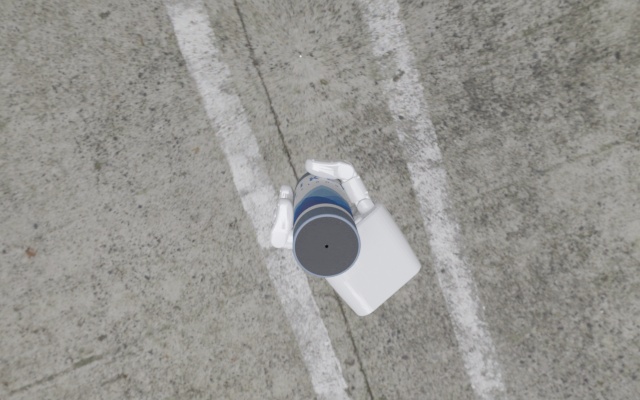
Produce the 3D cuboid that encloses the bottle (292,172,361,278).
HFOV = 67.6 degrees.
[{"bbox_3d":[0.000,0.002,0.599,0.069,0.069,0.295,0,17,-2],"label":"bottle"}]
